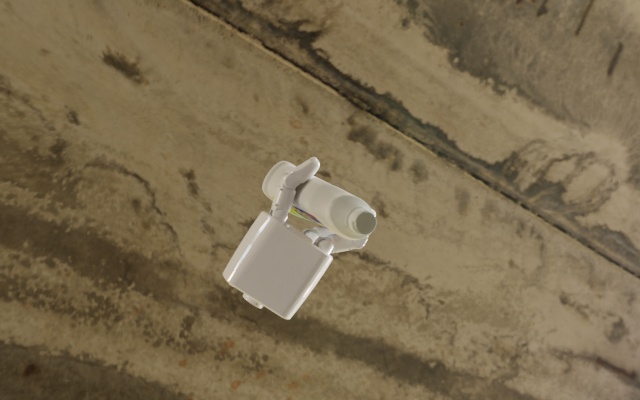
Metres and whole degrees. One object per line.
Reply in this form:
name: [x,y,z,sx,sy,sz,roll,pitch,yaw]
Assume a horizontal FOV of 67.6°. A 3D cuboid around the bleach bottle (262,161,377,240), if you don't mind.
bleach bottle: [0.000,0.002,0.676,0.102,0.068,0.251,36,-6,-24]
